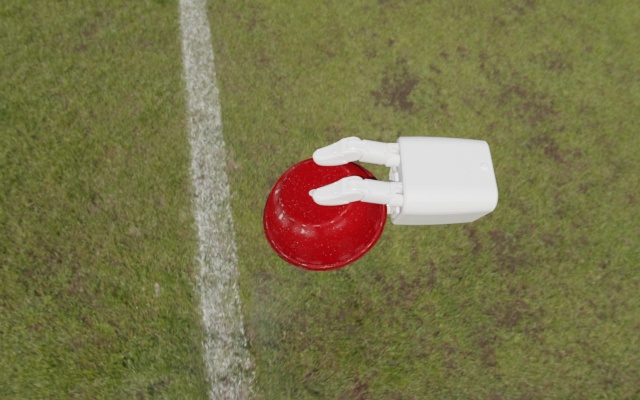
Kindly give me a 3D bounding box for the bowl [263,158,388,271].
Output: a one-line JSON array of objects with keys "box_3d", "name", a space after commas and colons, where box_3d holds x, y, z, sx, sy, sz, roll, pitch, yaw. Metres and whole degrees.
[{"box_3d": [-0.001, 0.002, 0.587, 0.162, 0.162, 0.055, 0, -28, 12], "name": "bowl"}]
